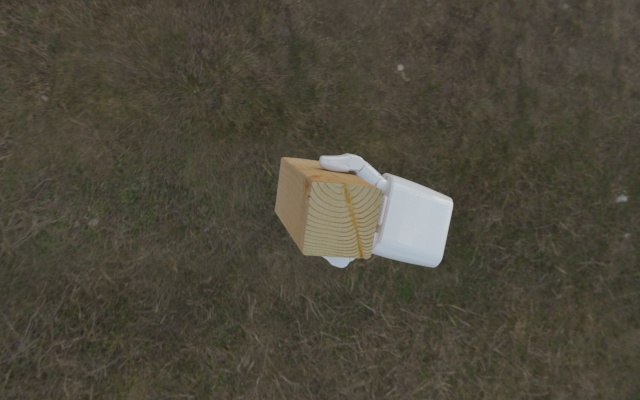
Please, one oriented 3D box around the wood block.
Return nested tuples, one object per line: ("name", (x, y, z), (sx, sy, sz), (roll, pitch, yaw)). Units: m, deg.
("wood block", (0.001, 0.002, 0.659), (0.090, 0.091, 0.206), (6, 11, -16))
